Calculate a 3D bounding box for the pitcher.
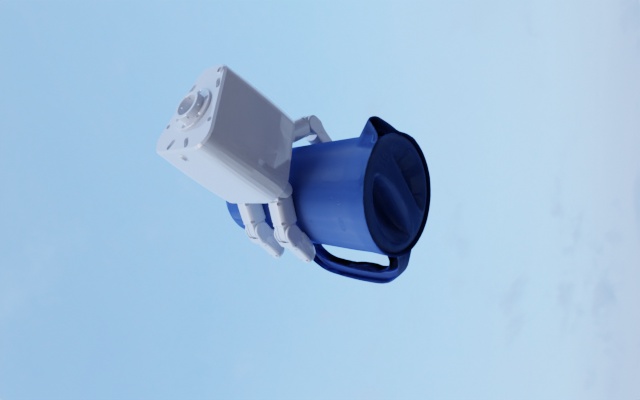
[{"bbox_3d":[0.000,0.002,0.578,0.243,0.149,0.145,1,-25,42],"label":"pitcher"}]
